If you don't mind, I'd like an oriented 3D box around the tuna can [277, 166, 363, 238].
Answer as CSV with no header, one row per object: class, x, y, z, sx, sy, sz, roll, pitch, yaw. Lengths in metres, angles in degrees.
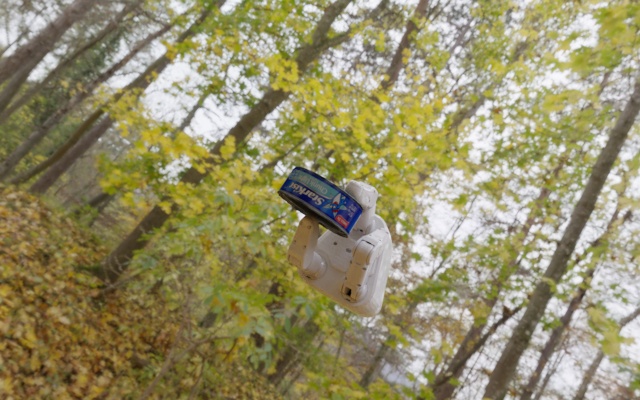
tuna can,0.000,0.001,0.488,0.086,0.033,0.086,32,-8,5
